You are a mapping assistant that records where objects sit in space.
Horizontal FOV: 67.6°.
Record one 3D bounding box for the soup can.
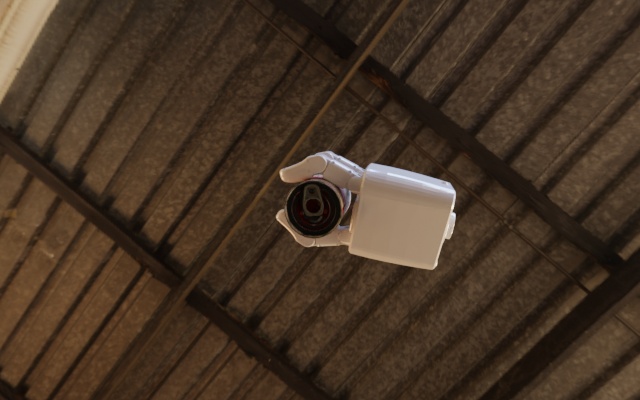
[{"bbox_3d":[0.000,0.002,0.592,0.068,0.068,0.102,0,10,10],"label":"soup can"}]
